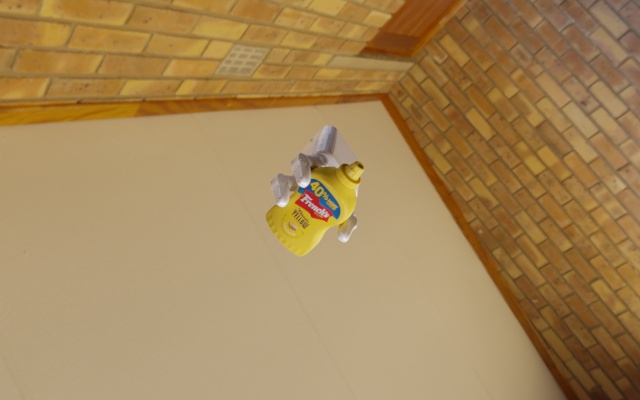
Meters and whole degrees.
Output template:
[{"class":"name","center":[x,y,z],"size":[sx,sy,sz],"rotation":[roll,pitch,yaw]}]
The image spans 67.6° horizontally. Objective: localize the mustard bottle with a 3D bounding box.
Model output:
[{"class":"mustard bottle","center":[0.000,0.003,0.761],"size":[0.192,0.096,0.058],"rotation":[-43,-5,32]}]
